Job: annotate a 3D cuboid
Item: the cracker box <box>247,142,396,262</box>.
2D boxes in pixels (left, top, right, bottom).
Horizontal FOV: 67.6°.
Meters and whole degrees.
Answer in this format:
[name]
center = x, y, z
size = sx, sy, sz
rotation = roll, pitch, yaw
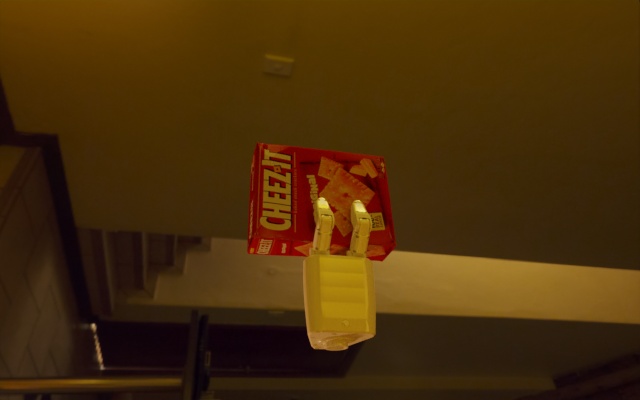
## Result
[cracker box]
center = 0.000, 0.003, 0.738
size = 0.214, 0.164, 0.072
rotation = 5, -30, -13
